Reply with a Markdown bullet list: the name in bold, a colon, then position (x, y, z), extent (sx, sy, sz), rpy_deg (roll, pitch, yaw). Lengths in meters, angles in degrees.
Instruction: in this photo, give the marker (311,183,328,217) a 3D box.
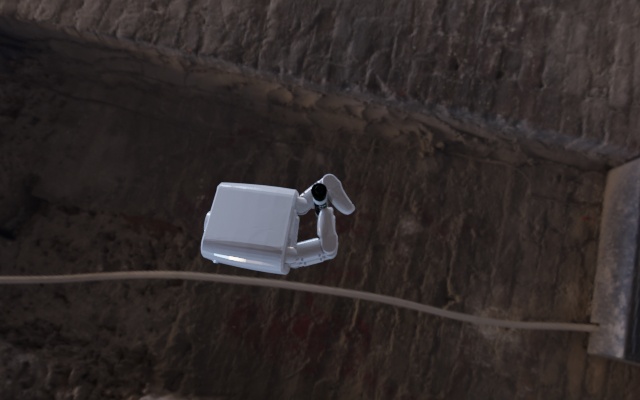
- **marker**: position (0.000, 0.002, 0.605), extent (0.020, 0.020, 0.121), rpy_deg (0, -14, 2)
